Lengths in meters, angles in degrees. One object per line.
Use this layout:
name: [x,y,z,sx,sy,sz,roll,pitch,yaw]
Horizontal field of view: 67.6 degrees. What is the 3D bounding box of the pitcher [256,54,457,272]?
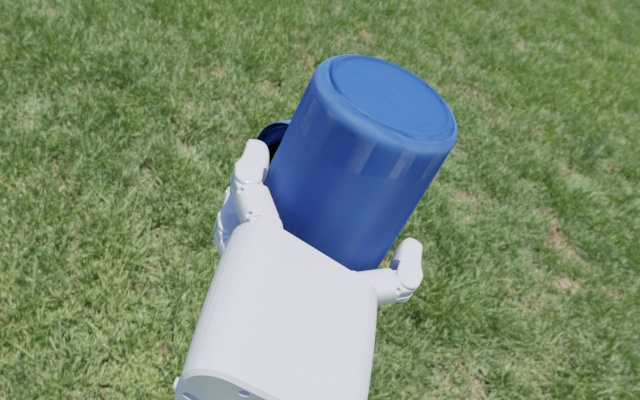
pitcher: [0.000,0.001,0.403,0.149,0.243,0.145,21,41,-7]
